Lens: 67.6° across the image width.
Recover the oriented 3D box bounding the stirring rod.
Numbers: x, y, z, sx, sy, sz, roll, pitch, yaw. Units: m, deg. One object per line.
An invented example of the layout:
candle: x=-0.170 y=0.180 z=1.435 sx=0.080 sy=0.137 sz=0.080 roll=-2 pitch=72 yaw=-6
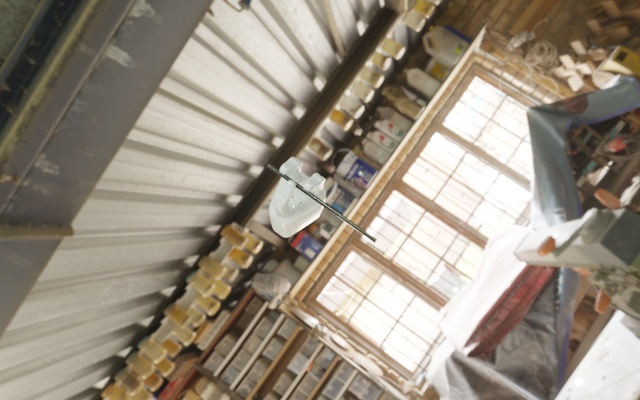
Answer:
stirring rod: x=0.000 y=0.003 z=0.853 sx=0.239 sy=0.011 sz=0.011 roll=35 pitch=7 yaw=10
